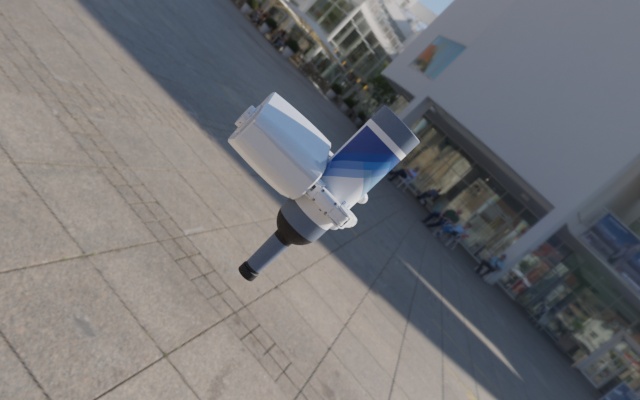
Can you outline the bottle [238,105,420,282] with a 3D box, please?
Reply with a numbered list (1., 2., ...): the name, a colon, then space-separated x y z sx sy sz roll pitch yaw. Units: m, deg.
1. bottle: 0.000 0.002 0.637 0.296 0.069 0.069 -44 -10 10
